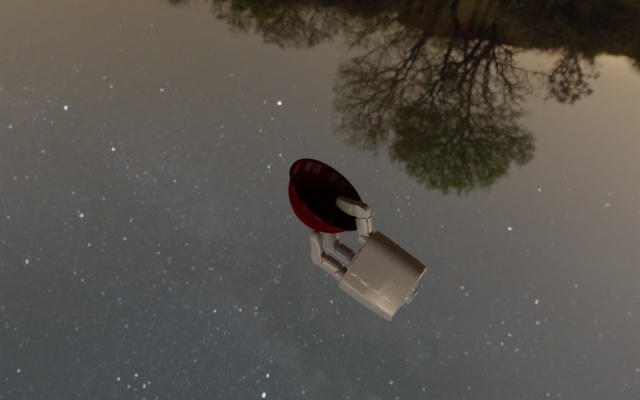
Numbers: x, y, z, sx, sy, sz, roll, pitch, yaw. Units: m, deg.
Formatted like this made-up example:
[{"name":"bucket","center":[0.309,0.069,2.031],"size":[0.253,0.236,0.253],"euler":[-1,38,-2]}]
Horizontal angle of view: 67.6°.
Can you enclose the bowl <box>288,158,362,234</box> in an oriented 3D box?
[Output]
[{"name":"bowl","center":[-0.001,0.002,0.842],"size":[0.162,0.162,0.055],"euler":[0,-38,-47]}]
